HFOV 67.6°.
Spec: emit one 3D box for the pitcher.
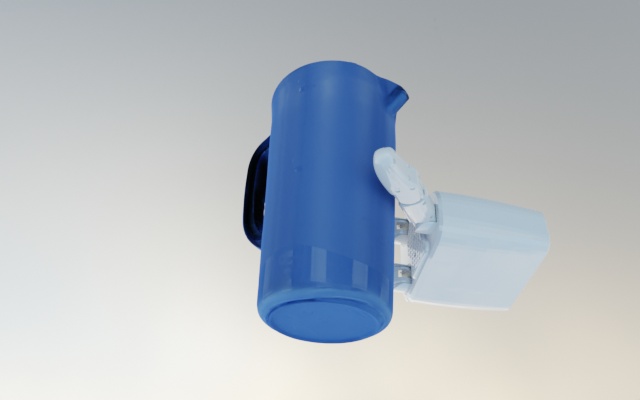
[{"bbox_3d":[0.000,0.001,0.446,0.145,0.242,0.149,10,-36,-9],"label":"pitcher"}]
